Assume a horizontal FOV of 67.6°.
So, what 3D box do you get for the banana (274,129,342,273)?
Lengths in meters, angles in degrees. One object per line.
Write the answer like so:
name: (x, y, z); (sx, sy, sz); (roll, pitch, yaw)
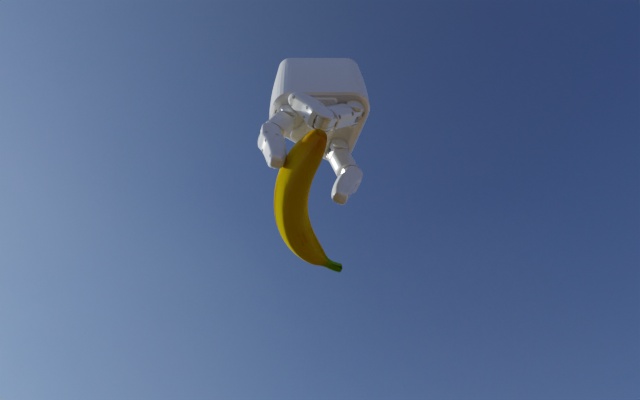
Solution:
banana: (-0.018, 0.006, 0.527); (0.069, 0.198, 0.037); (-6, 40, 3)
